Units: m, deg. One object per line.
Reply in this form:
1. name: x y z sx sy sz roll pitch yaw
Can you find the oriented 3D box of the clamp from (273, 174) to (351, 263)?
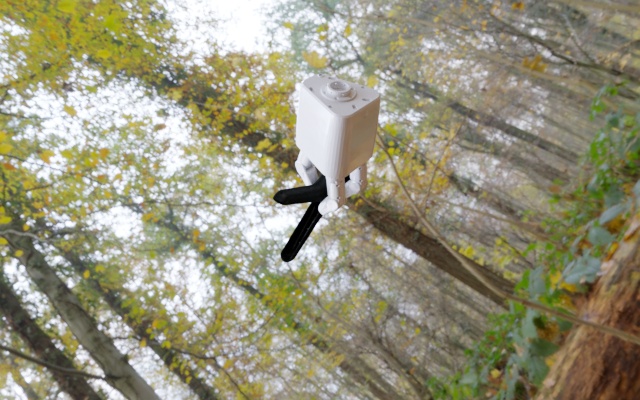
1. clamp: 0.000 0.002 0.790 0.036 0.165 0.210 34 51 25
